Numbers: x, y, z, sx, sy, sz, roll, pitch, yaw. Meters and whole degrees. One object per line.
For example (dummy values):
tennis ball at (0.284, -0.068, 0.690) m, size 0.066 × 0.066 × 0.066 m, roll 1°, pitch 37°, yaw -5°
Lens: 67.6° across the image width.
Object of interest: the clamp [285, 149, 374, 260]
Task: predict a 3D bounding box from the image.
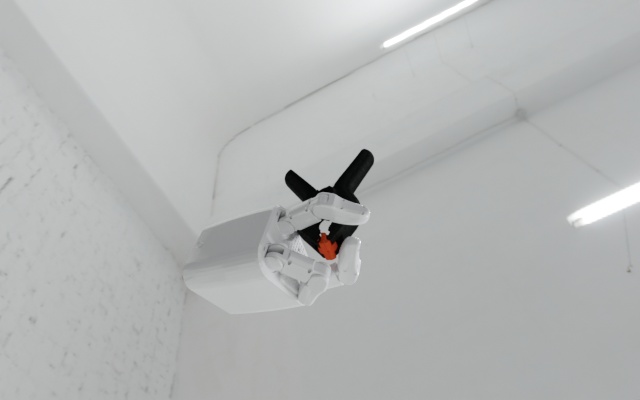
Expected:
clamp at (0.000, 0.002, 0.575) m, size 0.120 × 0.039 × 0.171 m, roll -14°, pitch 34°, yaw 23°
